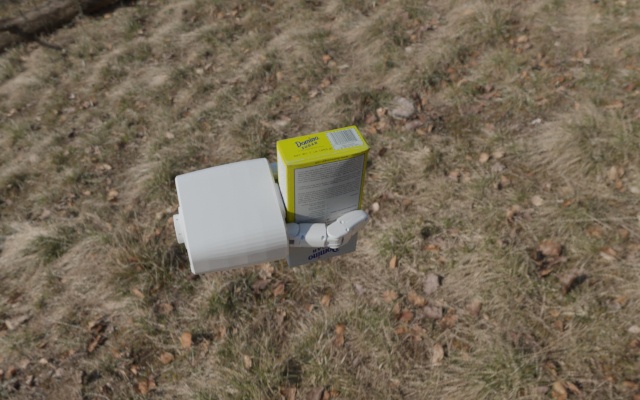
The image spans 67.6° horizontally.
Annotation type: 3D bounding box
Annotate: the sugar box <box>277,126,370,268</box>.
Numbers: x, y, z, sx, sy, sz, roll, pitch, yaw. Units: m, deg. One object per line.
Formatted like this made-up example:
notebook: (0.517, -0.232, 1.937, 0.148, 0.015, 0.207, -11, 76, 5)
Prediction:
sugar box: (0.000, 0.001, 0.556, 0.093, 0.048, 0.176, -13, -39, -15)
